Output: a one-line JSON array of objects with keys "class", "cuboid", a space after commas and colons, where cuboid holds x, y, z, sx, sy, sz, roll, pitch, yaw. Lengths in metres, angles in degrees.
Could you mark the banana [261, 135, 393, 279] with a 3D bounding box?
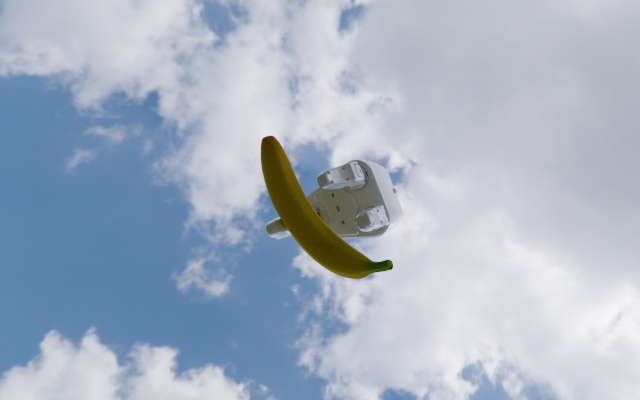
[{"class": "banana", "cuboid": [-0.009, 0.017, 0.513, 0.197, 0.070, 0.037, 46, 24, 14]}]
